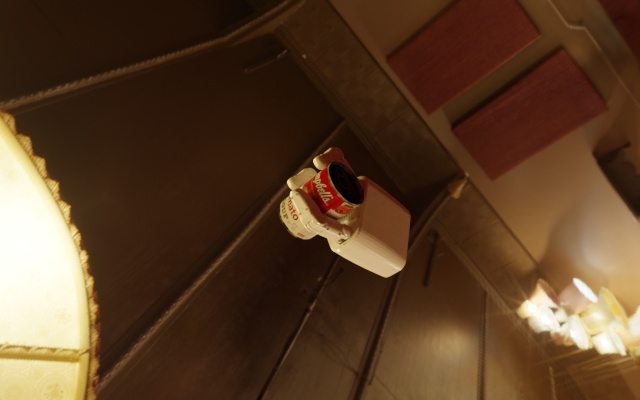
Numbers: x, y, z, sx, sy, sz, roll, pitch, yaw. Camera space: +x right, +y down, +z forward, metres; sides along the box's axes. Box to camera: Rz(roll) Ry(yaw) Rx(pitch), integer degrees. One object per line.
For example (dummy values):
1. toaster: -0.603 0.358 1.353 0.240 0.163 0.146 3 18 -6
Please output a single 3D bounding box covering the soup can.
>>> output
1. soup can: 0.000 0.002 0.656 0.102 0.068 0.068 -36 -21 31
